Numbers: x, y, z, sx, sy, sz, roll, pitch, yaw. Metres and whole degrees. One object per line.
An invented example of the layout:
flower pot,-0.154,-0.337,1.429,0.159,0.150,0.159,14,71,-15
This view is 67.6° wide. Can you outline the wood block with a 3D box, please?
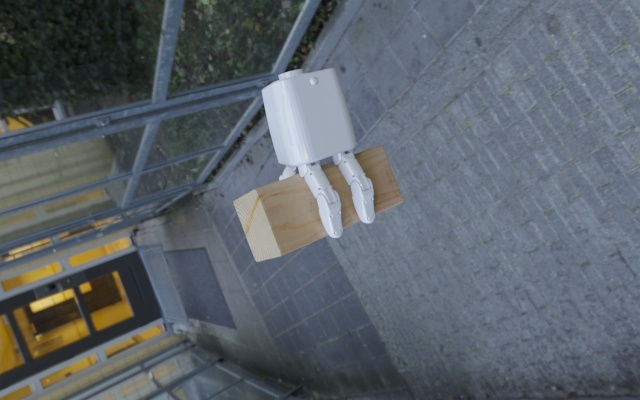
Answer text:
wood block,0.000,0.002,0.660,0.206,0.090,0.091,-21,0,-30
